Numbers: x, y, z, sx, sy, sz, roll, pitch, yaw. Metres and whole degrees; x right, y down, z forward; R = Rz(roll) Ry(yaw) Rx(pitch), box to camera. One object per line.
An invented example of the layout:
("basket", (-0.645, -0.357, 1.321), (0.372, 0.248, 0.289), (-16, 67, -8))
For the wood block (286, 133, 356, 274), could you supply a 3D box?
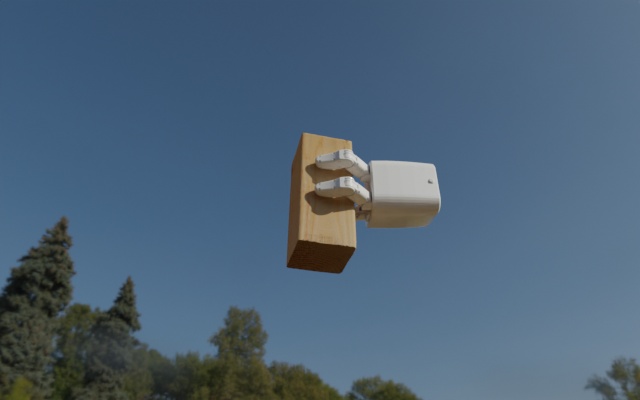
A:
("wood block", (0.000, 0.003, 0.771), (0.090, 0.206, 0.091), (8, -36, -11))
